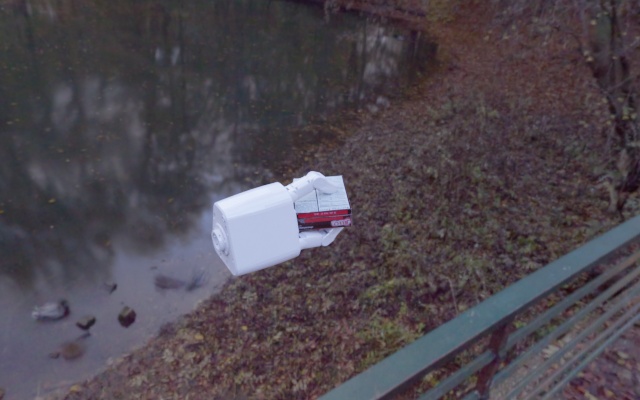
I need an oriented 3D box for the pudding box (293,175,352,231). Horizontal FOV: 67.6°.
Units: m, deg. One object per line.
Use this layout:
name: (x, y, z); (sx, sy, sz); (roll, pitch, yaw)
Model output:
pudding box: (0.000, 0.002, 0.778); (0.090, 0.039, 0.113); (-4, 34, -4)
